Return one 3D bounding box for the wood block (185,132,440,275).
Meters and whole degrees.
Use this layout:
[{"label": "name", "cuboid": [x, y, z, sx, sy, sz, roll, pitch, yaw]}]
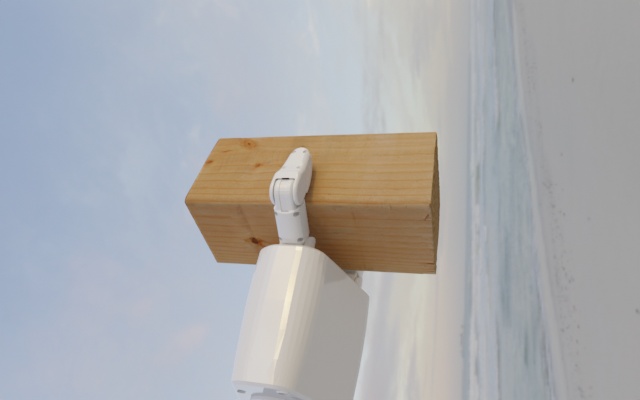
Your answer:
[{"label": "wood block", "cuboid": [0.000, 0.001, 0.432, 0.206, 0.091, 0.090, 1, 45, 17]}]
